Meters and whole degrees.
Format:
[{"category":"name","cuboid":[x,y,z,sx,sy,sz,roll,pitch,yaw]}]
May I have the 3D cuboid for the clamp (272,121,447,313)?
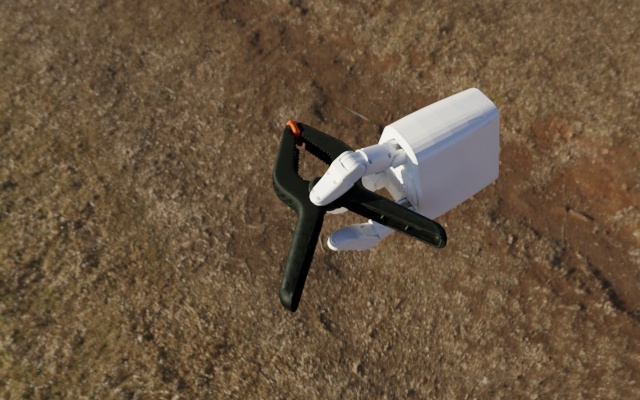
[{"category":"clamp","cuboid":[0.000,0.001,0.480,0.164,0.210,0.036,-27,-32,-12]}]
